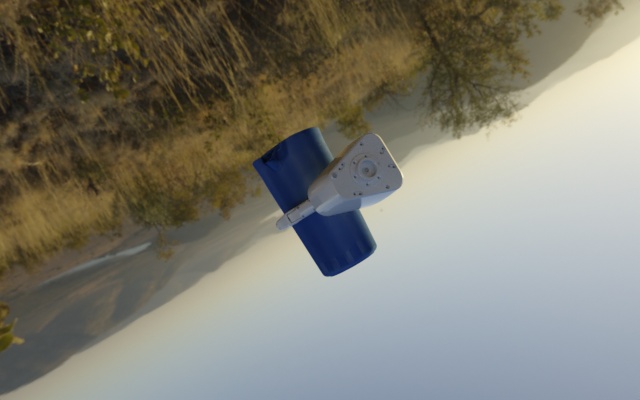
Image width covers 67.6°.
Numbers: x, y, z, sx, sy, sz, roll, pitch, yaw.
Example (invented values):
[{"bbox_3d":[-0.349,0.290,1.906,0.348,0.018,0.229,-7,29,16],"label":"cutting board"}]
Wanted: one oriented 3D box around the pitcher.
[{"bbox_3d":[0.000,0.003,0.841,0.149,0.243,0.145,-29,-3,-20],"label":"pitcher"}]
